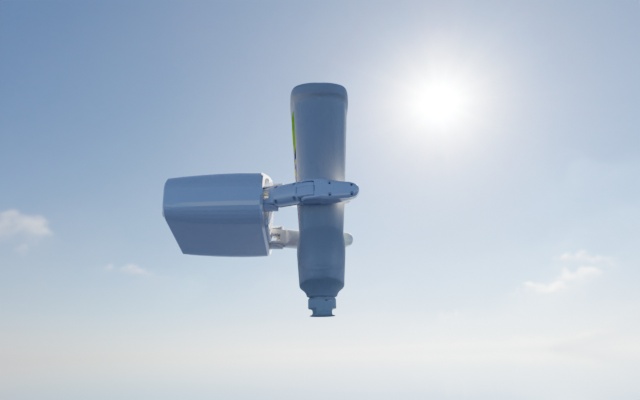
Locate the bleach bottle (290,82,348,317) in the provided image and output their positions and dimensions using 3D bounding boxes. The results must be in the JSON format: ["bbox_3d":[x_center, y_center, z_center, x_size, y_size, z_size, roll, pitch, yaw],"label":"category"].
[{"bbox_3d":[0.000,0.002,0.539,0.068,0.250,0.103,-1,-18,-1],"label":"bleach bottle"}]
